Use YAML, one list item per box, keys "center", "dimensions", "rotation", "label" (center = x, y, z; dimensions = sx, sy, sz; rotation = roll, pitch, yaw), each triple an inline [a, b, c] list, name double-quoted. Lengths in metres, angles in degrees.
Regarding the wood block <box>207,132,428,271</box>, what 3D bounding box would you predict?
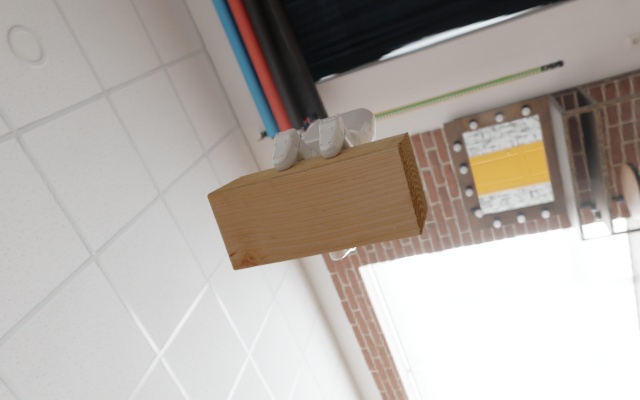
- center: [0.000, 0.002, 0.512]
  dimensions: [0.206, 0.091, 0.090]
  rotation: [-13, 12, 20]
  label: "wood block"
